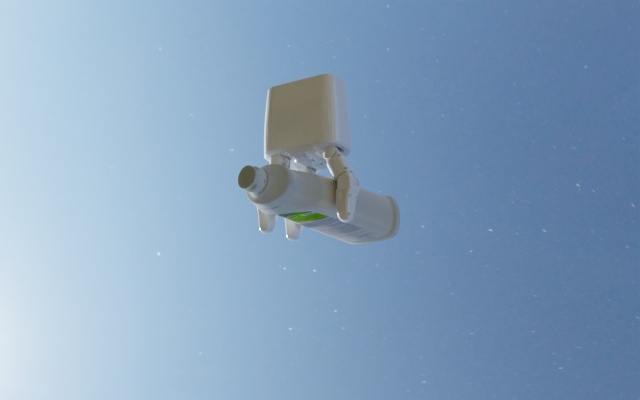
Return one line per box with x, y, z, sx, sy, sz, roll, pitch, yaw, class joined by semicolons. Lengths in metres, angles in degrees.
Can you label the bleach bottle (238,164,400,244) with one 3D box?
0.000;0.002;0.629;0.102;0.068;0.251;-16;-24;35;bleach bottle
